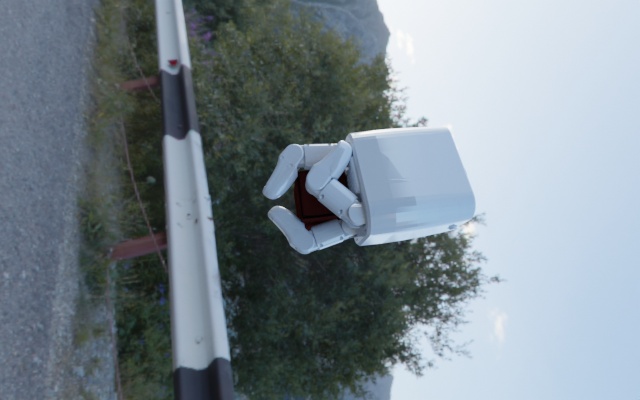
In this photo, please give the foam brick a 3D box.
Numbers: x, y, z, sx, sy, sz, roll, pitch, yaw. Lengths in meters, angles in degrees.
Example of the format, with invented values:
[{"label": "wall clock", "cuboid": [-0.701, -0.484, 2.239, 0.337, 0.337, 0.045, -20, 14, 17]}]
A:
[{"label": "foam brick", "cuboid": [0.000, 0.002, 0.520, 0.051, 0.053, 0.078, -7, -14, -6]}]
